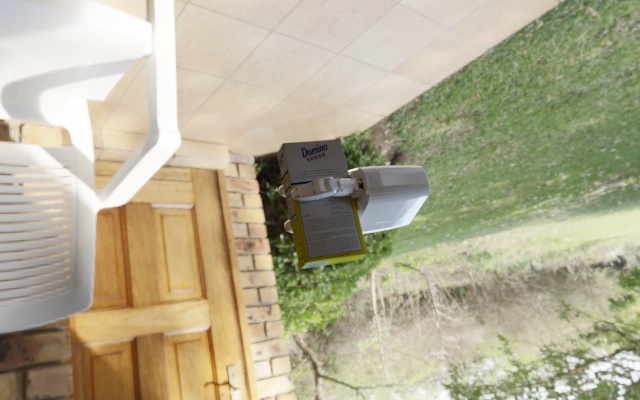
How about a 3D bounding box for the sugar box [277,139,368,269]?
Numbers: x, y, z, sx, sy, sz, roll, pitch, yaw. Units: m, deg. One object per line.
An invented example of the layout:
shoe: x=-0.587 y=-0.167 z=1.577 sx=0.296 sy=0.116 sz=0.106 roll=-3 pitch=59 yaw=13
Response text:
sugar box: x=0.000 y=0.003 z=0.684 sx=0.093 sy=0.176 sz=0.048 roll=-6 pitch=-18 yaw=-20
